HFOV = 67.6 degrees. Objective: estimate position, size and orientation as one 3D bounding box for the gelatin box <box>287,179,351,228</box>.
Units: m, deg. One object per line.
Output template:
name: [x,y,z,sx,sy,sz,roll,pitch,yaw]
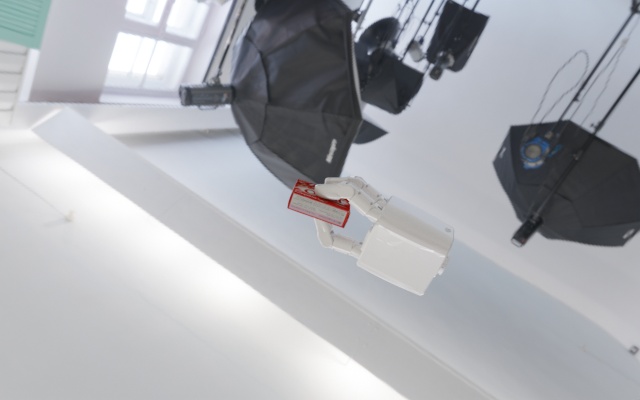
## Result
gelatin box: [0.000,0.003,0.706,0.089,0.030,0.073,19,18,-2]
